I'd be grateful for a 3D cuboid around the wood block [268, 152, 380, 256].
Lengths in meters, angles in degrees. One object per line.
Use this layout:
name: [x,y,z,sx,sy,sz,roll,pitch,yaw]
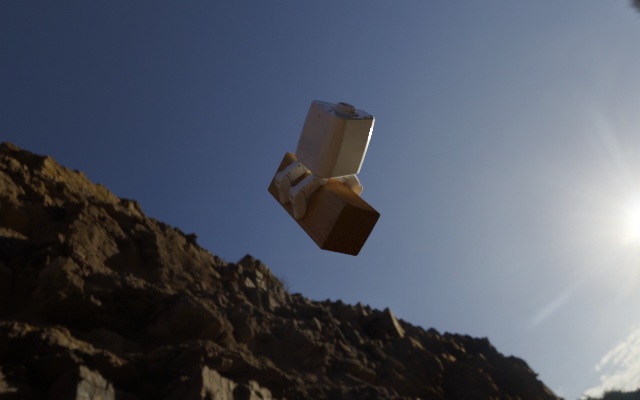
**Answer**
wood block: [0.000,0.002,0.867,0.091,0.090,0.206,15,20,-40]
